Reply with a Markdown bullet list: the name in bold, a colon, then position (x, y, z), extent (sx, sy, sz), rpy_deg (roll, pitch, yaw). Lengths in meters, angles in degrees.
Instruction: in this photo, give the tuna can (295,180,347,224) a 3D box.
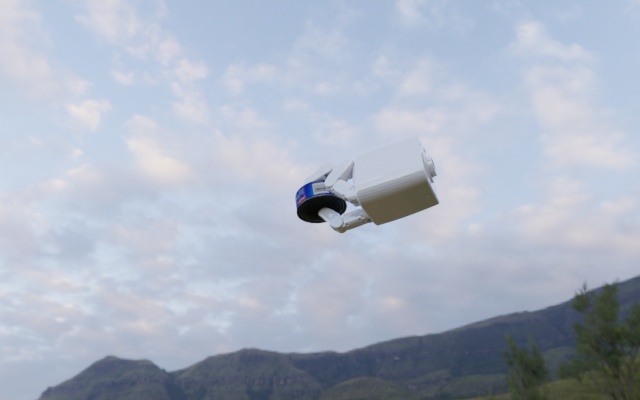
- **tuna can**: position (0.000, 0.002, 0.809), extent (0.086, 0.033, 0.086), rpy_deg (-7, -33, -4)
